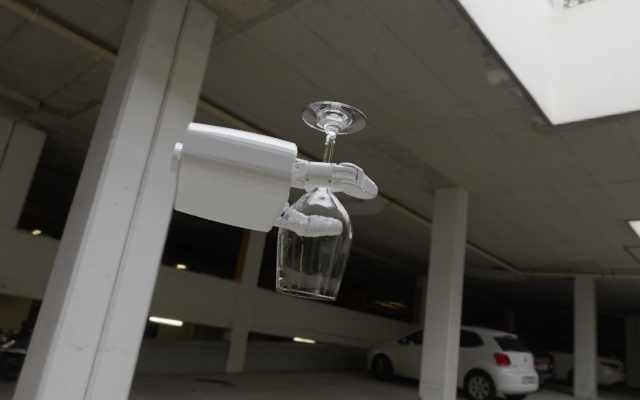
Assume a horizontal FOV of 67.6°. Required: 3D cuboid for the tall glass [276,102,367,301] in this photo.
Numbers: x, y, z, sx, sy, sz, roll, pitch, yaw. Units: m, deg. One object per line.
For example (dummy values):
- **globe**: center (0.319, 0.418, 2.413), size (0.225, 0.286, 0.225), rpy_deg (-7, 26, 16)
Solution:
- **tall glass**: center (0.000, 0.001, 0.510), size (0.079, 0.201, 0.079), rpy_deg (8, -16, 2)
